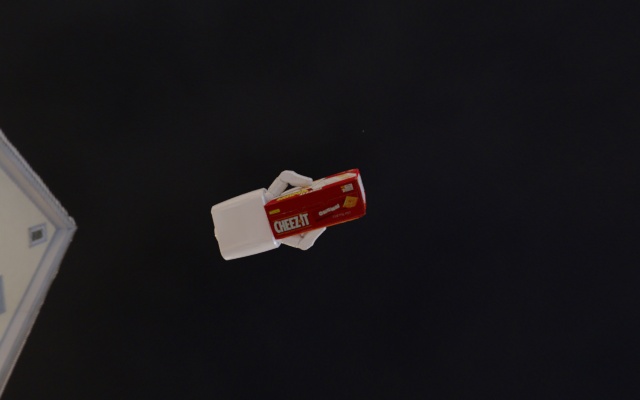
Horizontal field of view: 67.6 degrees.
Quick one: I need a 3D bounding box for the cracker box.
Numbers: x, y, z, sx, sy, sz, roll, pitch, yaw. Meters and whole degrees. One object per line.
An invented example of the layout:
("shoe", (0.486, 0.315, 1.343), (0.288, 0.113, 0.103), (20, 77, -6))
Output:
("cracker box", (0.000, 0.003, 0.890), (0.164, 0.072, 0.213), (-17, 6, 7))
